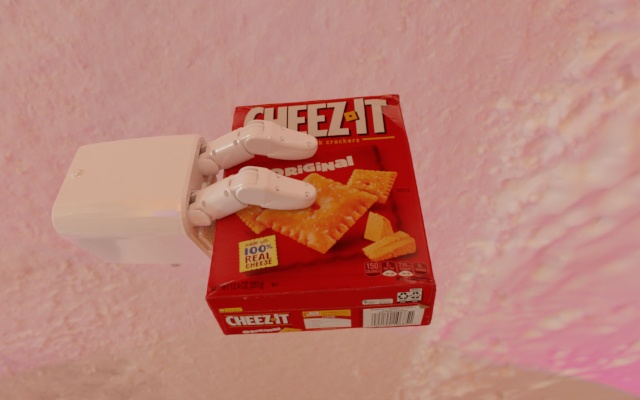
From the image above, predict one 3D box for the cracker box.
[{"bbox_3d":[0.000,0.002,0.415,0.164,0.213,0.072,-3,-40,3],"label":"cracker box"}]
